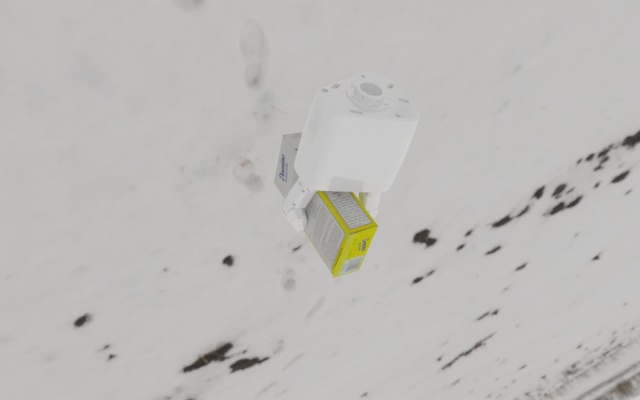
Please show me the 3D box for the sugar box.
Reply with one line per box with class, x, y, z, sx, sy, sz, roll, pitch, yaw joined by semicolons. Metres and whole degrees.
sugar box;0.001;0.002;0.612;0.048;0.176;0.093;-13;-37;-26
